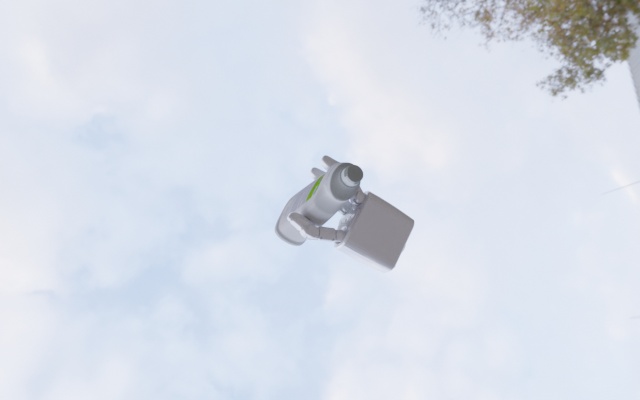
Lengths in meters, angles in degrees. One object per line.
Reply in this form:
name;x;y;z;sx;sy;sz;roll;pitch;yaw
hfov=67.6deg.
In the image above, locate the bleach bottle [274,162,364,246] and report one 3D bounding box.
bleach bottle;0.000;0.003;0.825;0.068;0.102;0.251;30;-27;-12
